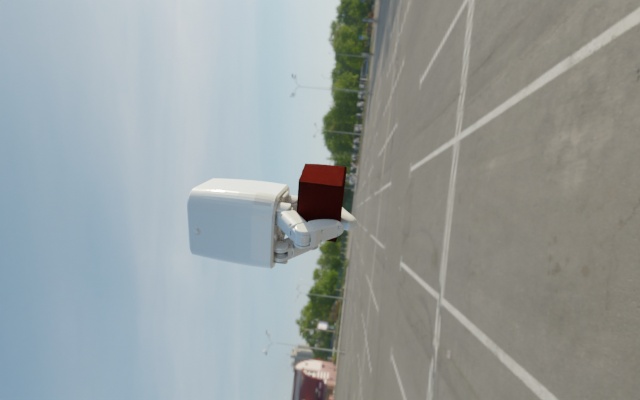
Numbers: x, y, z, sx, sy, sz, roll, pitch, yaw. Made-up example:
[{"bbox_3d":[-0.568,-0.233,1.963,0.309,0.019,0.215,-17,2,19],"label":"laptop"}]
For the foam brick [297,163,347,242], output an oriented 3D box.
[{"bbox_3d":[0.000,0.002,0.570,0.051,0.078,0.053,8,29,5],"label":"foam brick"}]
